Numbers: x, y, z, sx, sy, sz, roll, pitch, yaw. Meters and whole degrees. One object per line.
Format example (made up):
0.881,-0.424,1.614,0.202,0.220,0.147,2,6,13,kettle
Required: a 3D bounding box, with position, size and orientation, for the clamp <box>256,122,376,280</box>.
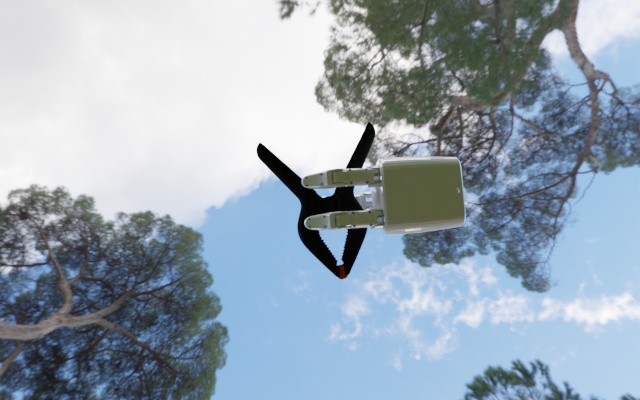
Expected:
0.000,0.003,0.648,0.164,0.210,0.036,-4,-5,0,clamp
